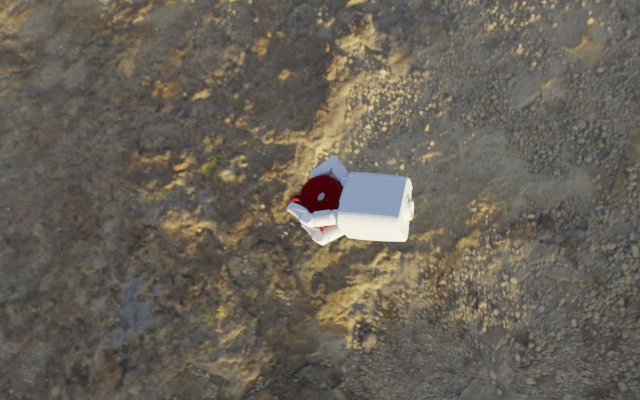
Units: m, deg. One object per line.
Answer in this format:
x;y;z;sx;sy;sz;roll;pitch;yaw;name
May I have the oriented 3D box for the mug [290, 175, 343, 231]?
-0.001;0.003;0.884;0.117;0.093;0.081;4;-18;20;mug
